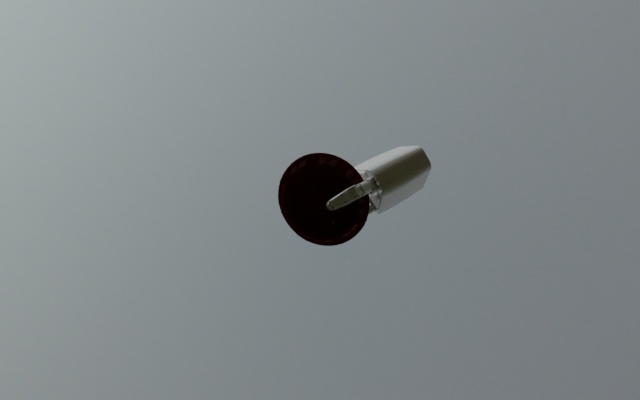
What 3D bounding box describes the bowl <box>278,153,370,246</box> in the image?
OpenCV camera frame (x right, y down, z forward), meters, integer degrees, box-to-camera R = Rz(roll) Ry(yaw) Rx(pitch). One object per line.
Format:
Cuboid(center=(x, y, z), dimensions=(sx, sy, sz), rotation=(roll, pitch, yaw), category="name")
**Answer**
Cuboid(center=(-0.001, 0.003, 0.818), dimensions=(0.162, 0.162, 0.055), rotation=(0, -15, -19), category="bowl")
